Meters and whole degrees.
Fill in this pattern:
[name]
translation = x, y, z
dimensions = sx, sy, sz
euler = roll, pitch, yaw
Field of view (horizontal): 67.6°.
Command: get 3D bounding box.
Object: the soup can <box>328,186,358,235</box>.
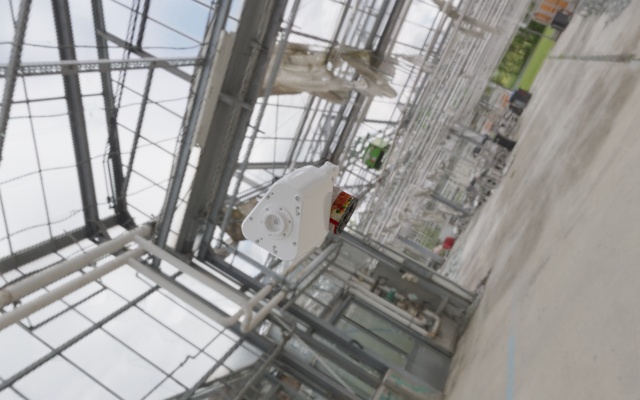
[soup can]
translation = 0.000, 0.002, 0.767
dimensions = 0.102, 0.068, 0.068
euler = 29, 7, 13
